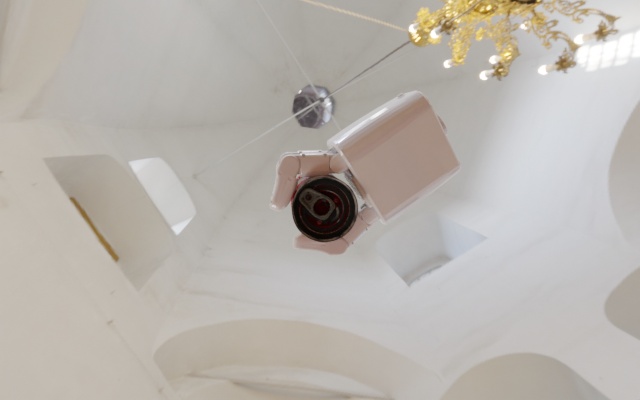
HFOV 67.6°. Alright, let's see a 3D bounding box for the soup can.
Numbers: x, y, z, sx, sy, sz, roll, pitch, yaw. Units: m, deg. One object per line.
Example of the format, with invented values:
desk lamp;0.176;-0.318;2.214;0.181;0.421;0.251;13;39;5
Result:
soup can;0.000;0.002;0.532;0.068;0.068;0.102;0;9;-5
